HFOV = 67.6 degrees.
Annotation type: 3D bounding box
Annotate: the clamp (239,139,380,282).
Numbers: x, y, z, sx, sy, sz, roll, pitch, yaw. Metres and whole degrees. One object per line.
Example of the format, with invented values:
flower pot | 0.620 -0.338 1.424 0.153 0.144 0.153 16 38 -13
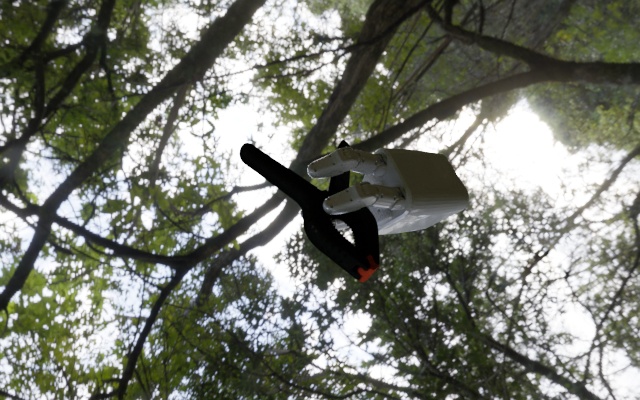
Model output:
clamp | 0.000 0.003 0.569 0.164 0.209 0.036 -1 -38 -31
